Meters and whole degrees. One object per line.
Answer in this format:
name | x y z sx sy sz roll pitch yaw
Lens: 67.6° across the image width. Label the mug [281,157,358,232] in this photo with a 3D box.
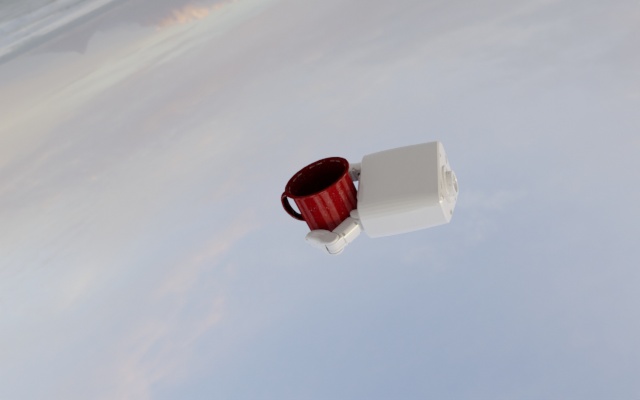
mug | -0.001 0.003 0.650 0.117 0.081 0.093 -11 32 27
